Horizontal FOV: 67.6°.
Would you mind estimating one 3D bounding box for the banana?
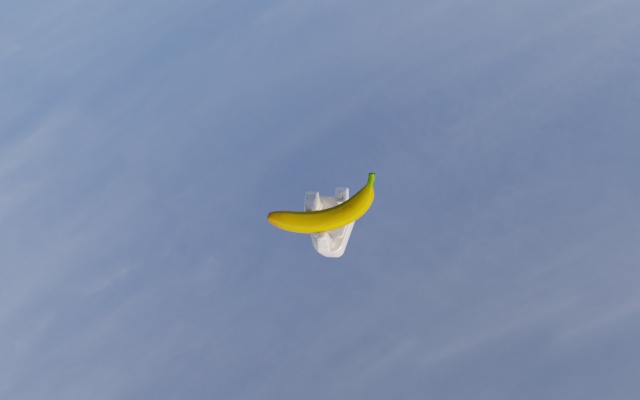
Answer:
[{"bbox_3d":[0.010,0.019,0.812,0.198,0.069,0.037,-22,4,4],"label":"banana"}]
